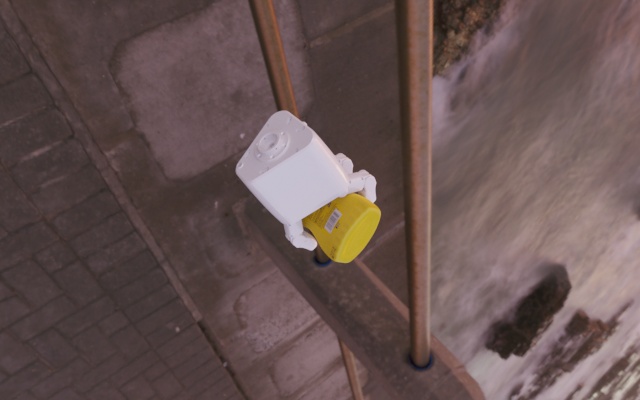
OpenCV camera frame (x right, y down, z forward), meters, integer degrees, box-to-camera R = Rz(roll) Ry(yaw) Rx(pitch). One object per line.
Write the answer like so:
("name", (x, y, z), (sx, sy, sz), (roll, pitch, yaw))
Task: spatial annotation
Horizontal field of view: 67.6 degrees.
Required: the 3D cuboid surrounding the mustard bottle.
("mustard bottle", (0.000, 0.003, 0.722), (0.058, 0.096, 0.191), (14, 21, -46))
